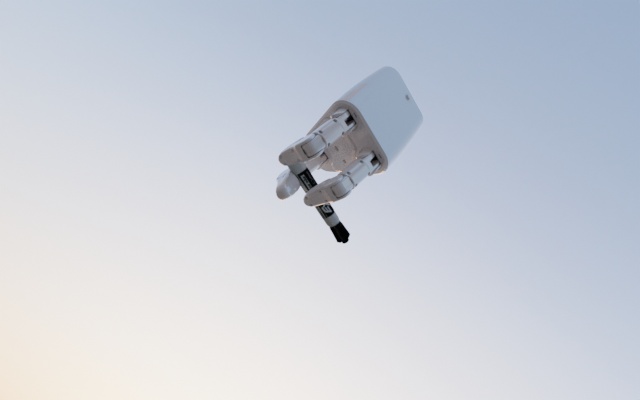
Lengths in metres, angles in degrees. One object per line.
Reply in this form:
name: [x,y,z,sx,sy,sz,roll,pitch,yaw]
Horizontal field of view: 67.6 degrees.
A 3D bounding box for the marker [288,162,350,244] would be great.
marker: [0.000,0.002,0.566,0.020,0.121,0.020,-30,17,10]
